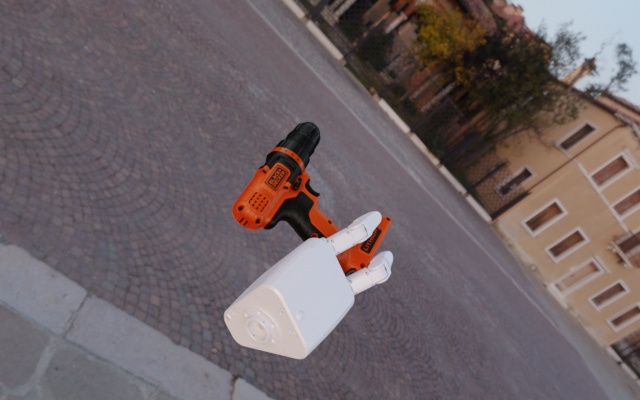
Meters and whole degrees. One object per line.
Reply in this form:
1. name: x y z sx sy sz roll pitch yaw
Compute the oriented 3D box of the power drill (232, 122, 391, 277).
1. power drill: 0.000 0.003 0.637 0.187 0.184 0.057 37 -31 -6
